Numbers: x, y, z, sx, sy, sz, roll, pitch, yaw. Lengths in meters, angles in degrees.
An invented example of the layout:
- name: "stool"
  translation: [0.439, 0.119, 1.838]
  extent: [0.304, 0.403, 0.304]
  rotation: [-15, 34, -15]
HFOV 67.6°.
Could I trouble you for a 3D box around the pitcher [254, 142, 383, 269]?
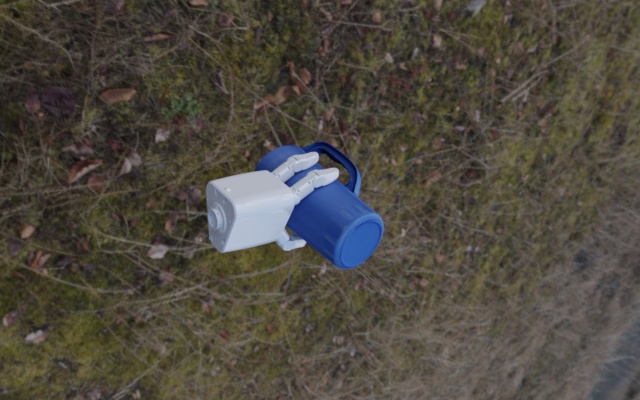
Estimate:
- name: "pitcher"
  translation: [0.000, 0.003, 0.838]
  extent: [0.145, 0.149, 0.242]
  rotation: [-11, 37, -39]
